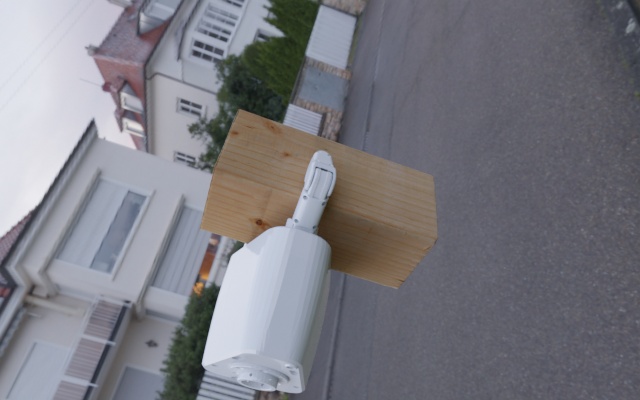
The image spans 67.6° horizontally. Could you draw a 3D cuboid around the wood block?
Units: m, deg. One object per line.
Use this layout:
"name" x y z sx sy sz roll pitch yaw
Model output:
"wood block" 0.000 0.002 0.470 0.206 0.090 0.091 18 -45 -9
